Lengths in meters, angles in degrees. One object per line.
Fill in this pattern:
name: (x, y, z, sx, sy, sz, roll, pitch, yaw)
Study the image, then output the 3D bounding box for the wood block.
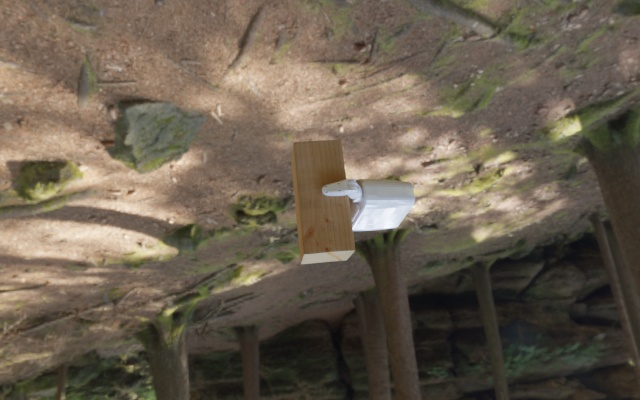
wood block: (0.001, 0.003, 0.871, 0.090, 0.206, 0.091, -4, -17, -8)
